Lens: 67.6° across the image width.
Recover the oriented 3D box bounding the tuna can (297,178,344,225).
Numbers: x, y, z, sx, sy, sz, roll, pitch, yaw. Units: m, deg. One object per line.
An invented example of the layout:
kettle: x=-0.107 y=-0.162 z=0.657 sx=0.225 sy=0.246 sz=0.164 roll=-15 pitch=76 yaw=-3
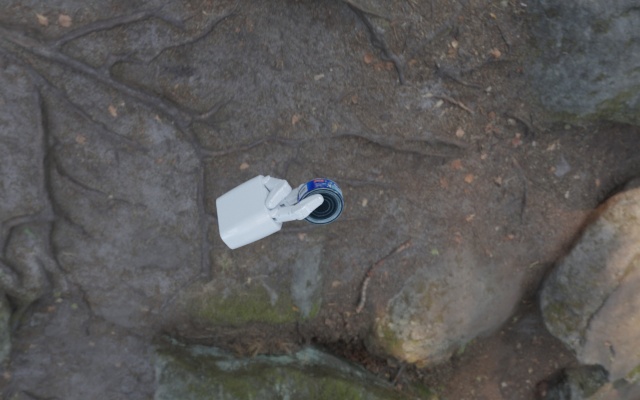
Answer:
tuna can: x=0.000 y=0.003 z=0.890 sx=0.086 sy=0.086 sz=0.033 roll=0 pitch=34 yaw=-7
